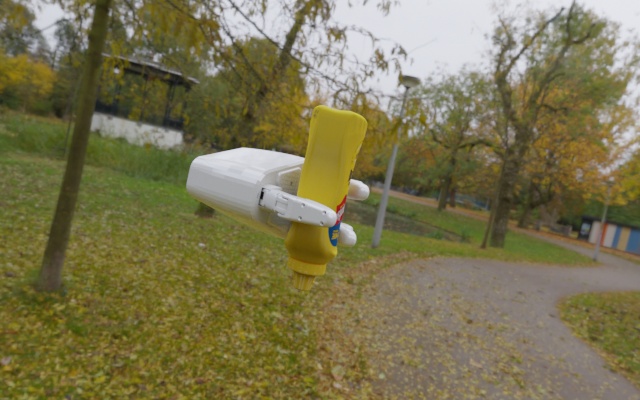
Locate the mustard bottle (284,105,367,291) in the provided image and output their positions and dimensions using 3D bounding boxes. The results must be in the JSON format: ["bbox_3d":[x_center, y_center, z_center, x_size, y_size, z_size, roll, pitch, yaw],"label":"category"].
[{"bbox_3d":[0.000,0.001,0.505,0.058,0.191,0.096,14,4,6],"label":"mustard bottle"}]
